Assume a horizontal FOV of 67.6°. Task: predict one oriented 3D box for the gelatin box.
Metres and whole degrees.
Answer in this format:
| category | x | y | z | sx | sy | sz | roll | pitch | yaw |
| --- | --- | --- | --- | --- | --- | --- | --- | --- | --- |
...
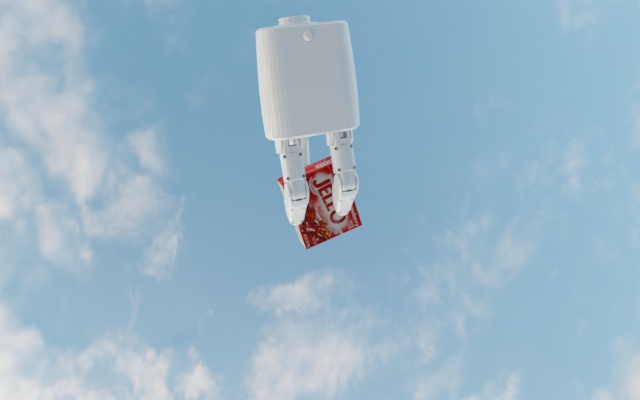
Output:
| category | x | y | z | sx | sy | sz | roll | pitch | yaw |
| --- | --- | --- | --- | --- | --- | --- | --- | --- | --- |
| gelatin box | 0.000 | 0.002 | 0.549 | 0.073 | 0.089 | 0.030 | -23 | 25 | -9 |
